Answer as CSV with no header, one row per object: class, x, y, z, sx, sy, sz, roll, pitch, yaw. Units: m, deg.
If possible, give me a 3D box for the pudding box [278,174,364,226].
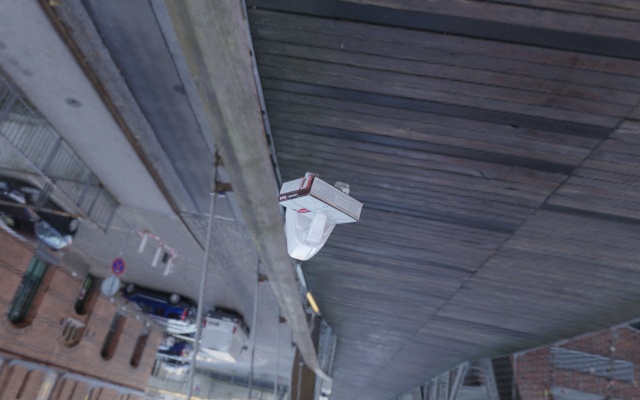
pudding box,0.000,0.003,0.787,0.113,0.039,0.090,27,-24,-33
